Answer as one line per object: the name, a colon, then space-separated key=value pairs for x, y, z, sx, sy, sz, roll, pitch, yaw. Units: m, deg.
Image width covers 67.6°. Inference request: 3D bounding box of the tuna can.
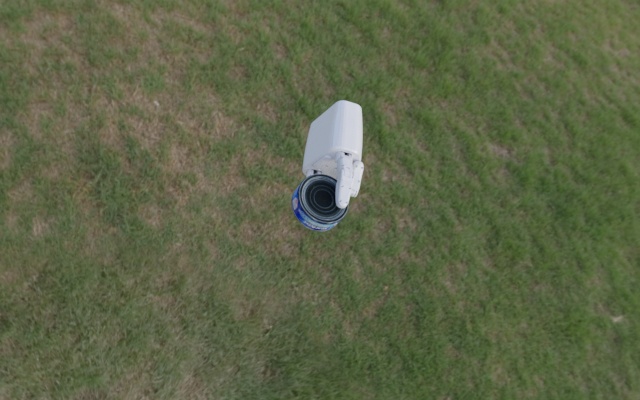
tuna can: x=0.000 y=0.002 z=0.740 sx=0.086 sy=0.086 sz=0.034 roll=0 pitch=-23 yaw=-23
